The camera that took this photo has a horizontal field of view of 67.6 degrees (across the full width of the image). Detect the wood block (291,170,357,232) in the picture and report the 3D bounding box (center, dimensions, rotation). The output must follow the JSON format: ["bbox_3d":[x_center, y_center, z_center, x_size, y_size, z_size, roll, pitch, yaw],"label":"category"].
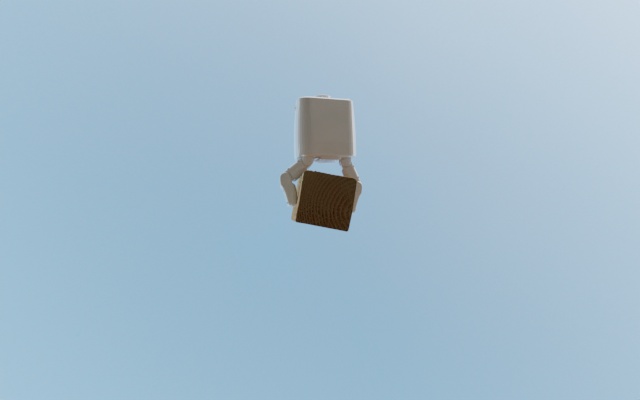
[{"bbox_3d":[0.000,0.003,0.874,0.091,0.090,0.206,10,-2,-5],"label":"wood block"}]
